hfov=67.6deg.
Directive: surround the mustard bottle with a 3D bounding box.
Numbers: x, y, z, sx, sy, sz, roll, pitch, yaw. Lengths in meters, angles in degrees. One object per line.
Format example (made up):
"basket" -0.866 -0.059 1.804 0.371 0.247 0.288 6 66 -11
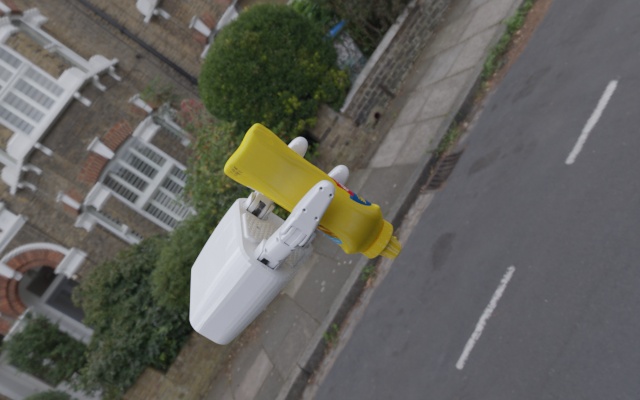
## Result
"mustard bottle" 0.000 0.001 0.468 0.191 0.058 0.096 34 -2 -12
